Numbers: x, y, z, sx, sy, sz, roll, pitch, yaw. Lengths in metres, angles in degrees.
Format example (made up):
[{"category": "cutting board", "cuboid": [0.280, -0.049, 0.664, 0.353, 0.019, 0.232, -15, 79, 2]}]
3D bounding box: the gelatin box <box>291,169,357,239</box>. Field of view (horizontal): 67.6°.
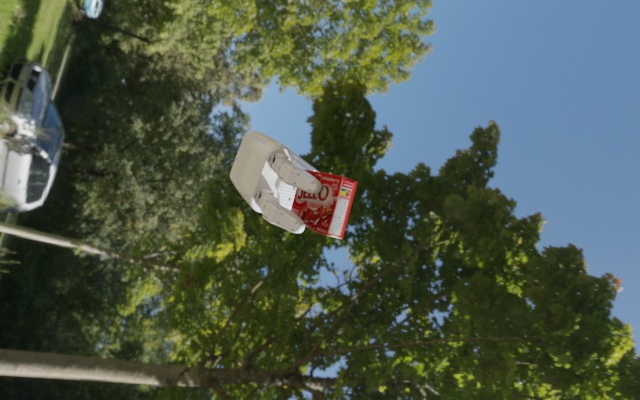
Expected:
[{"category": "gelatin box", "cuboid": [0.001, 0.002, 0.602, 0.030, 0.073, 0.089, 15, 1, -38]}]
